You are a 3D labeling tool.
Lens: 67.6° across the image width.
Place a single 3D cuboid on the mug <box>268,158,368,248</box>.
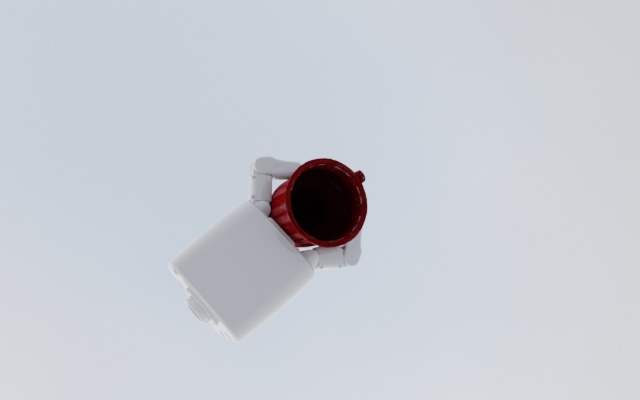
[{"bbox_3d":[0.001,0.001,0.528,0.117,0.093,0.081,-38,7,-25],"label":"mug"}]
